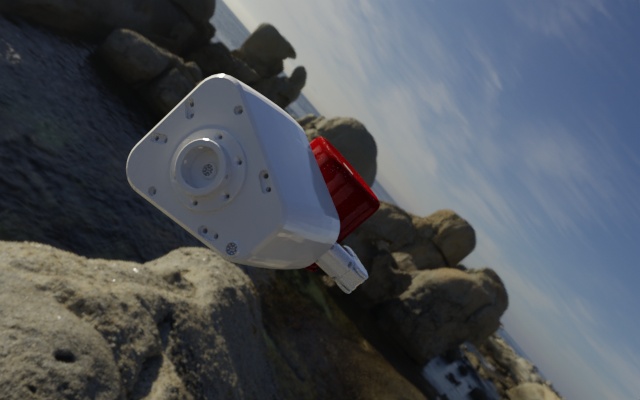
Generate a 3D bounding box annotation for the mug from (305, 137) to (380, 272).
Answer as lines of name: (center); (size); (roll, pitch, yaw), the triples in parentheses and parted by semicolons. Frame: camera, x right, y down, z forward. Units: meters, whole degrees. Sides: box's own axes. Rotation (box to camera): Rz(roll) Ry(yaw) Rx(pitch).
mug: (0.001, 0.001, 0.426); (0.081, 0.093, 0.117); (-41, -16, 8)
